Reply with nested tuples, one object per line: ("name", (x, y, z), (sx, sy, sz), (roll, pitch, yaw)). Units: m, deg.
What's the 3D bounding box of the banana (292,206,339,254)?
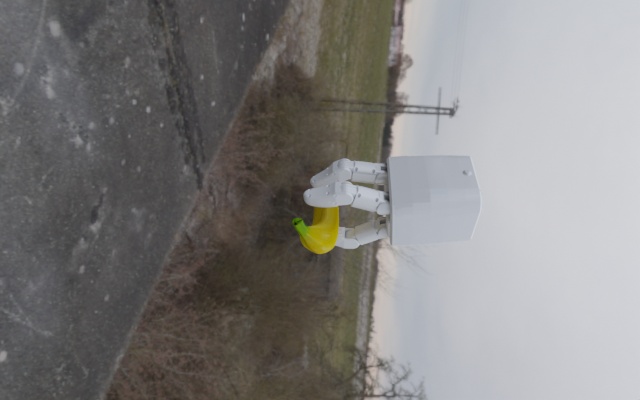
("banana", (0.003, 0.021, 0.622), (0.037, 0.070, 0.197), (-8, 17, 10))
